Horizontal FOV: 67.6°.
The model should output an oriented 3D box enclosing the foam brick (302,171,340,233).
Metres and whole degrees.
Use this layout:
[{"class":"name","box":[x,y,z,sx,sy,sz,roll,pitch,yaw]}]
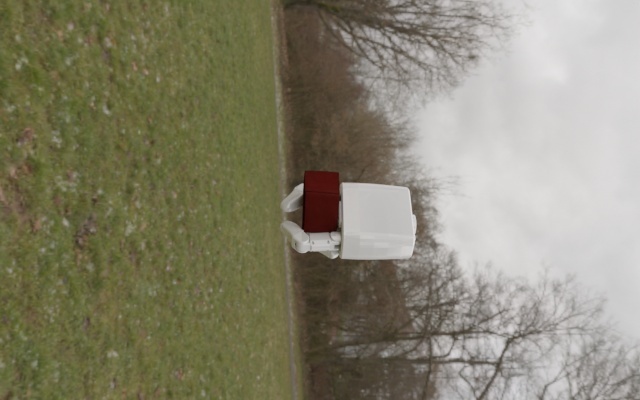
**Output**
[{"class":"foam brick","box":[0.000,0.002,0.692,0.051,0.078,0.053,2,39,-1]}]
